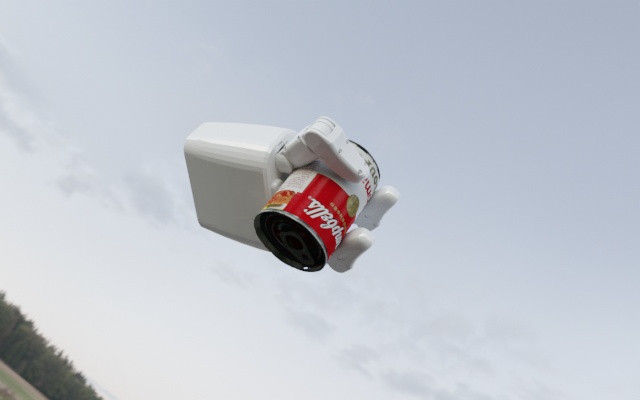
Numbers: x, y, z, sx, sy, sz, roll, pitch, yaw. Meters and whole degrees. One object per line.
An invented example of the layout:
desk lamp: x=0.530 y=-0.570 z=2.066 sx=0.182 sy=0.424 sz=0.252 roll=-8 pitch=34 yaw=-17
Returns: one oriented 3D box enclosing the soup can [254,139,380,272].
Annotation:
soup can: x=0.001 y=0.001 z=0.407 sx=0.068 sy=0.068 sz=0.102 roll=0 pitch=40 yaw=41
